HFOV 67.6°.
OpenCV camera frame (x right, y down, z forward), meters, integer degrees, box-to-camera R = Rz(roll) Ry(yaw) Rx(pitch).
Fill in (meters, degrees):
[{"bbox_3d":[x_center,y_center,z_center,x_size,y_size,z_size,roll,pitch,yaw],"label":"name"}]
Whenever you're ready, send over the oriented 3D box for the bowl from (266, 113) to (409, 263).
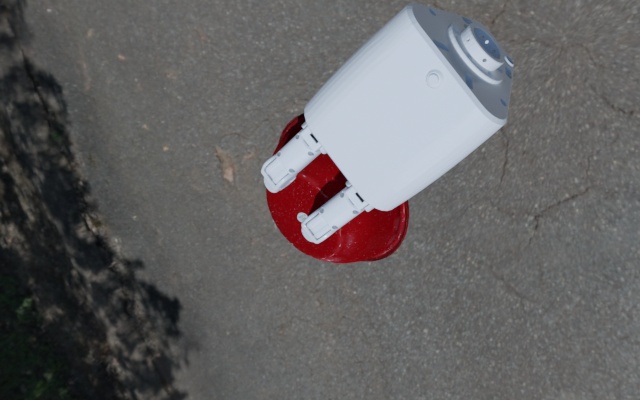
[{"bbox_3d":[-0.001,0.002,0.449,0.162,0.162,0.055,0,27,46],"label":"bowl"}]
